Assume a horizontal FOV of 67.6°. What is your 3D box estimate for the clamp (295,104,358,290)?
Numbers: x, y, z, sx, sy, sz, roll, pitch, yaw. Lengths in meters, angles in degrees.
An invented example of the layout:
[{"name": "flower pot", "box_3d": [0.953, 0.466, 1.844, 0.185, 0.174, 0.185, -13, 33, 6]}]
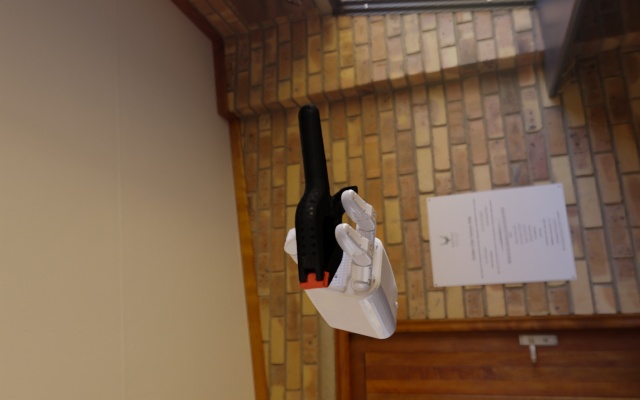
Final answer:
[{"name": "clamp", "box_3d": [-0.001, 0.002, 0.552, 0.036, 0.209, 0.165, -10, -49, 22]}]
